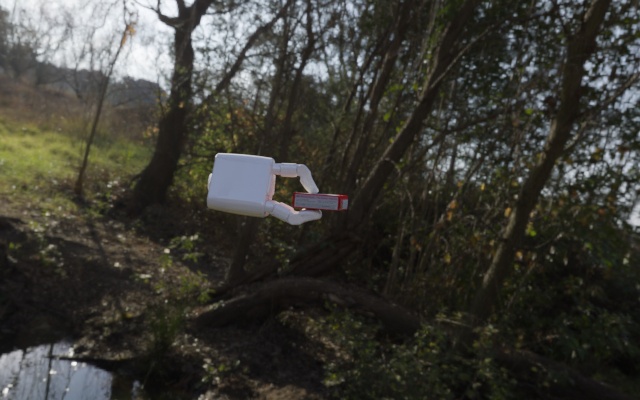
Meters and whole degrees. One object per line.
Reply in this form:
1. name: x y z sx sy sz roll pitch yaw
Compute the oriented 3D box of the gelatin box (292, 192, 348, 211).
1. gelatin box: 0.000 0.002 0.880 0.089 0.030 0.073 3 1 14
